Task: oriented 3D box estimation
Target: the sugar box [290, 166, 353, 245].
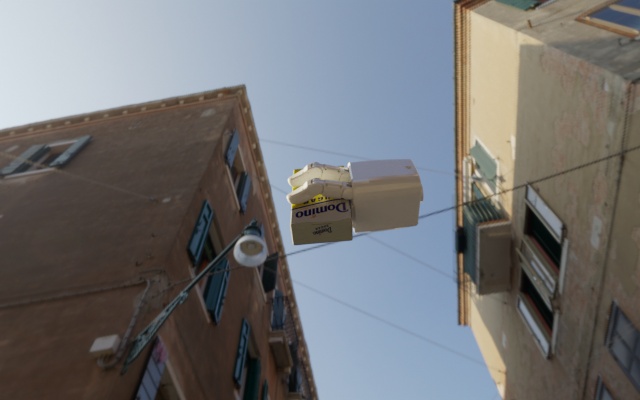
[{"bbox_3d":[0.000,0.002,0.779,0.093,0.048,0.176,-5,29,1],"label":"sugar box"}]
